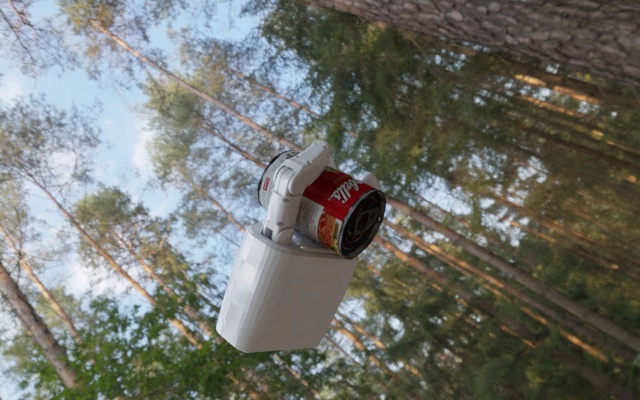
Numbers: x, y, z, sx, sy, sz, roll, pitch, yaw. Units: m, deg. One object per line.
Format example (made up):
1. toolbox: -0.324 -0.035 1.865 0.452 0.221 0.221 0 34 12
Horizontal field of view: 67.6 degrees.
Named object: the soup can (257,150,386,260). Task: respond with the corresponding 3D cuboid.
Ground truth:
1. soup can: 0.000 0.001 0.443 0.102 0.068 0.068 28 15 30
